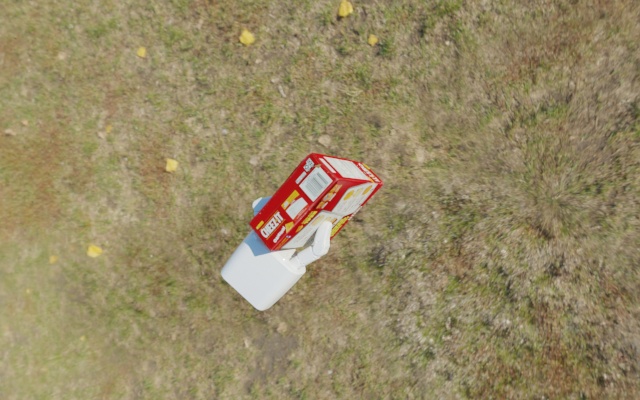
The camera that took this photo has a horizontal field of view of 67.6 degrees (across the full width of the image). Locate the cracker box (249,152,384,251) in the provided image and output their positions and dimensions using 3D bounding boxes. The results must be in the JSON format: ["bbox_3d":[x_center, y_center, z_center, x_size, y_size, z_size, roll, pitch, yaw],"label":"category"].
[{"bbox_3d":[0.000,0.003,0.828,0.164,0.072,0.214,-48,-19,18],"label":"cracker box"}]
